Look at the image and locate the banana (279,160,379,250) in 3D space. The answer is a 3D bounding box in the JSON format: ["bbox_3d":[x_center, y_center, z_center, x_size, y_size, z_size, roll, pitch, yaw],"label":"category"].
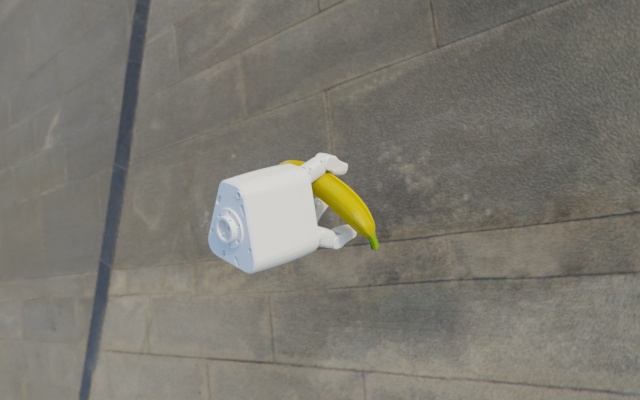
[{"bbox_3d":[0.006,-0.009,0.661,0.197,0.070,0.037,40,50,23],"label":"banana"}]
